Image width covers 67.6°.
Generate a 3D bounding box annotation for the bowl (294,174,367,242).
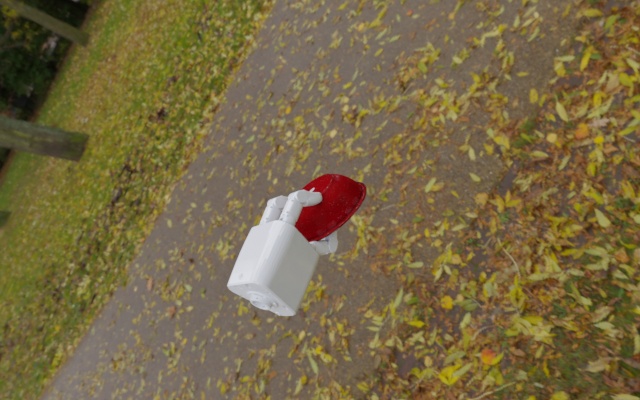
[{"bbox_3d":[0.000,0.002,0.842,0.162,0.055,0.162,-34,20,14],"label":"bowl"}]
